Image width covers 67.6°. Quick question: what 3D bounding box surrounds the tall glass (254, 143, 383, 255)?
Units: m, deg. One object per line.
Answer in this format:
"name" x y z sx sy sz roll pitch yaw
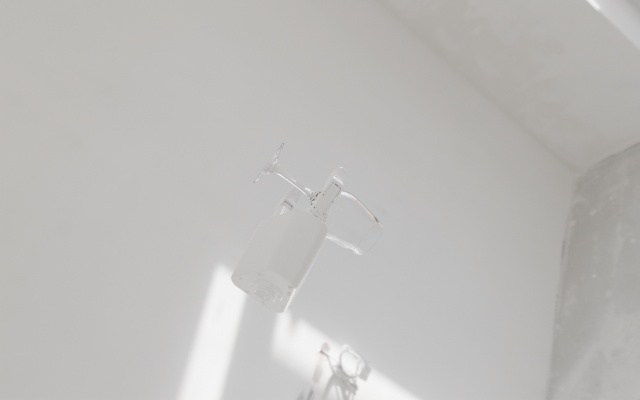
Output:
"tall glass" 0.000 0.002 0.730 0.201 0.079 0.079 37 -8 -11
